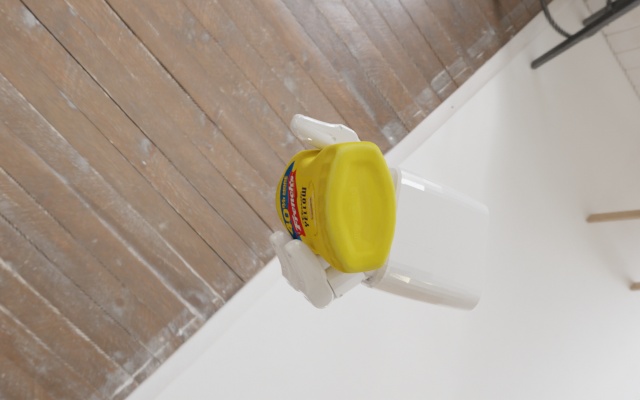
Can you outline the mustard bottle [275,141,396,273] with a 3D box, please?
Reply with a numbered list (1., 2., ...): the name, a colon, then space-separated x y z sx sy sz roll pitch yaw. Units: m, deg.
1. mustard bottle: 0.000 0.001 0.428 0.058 0.096 0.191 -7 5 -18
